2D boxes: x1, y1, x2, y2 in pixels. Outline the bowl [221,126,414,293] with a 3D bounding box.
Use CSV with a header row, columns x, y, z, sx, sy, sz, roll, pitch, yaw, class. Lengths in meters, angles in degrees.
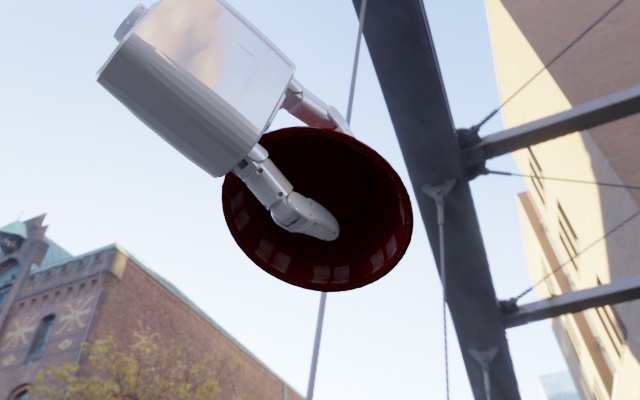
x,y,z,sx,sy,sz,roll,pitch,yaw,class
0.001,0.002,0.413,0.162,0.162,0.055,0,31,15,bowl
